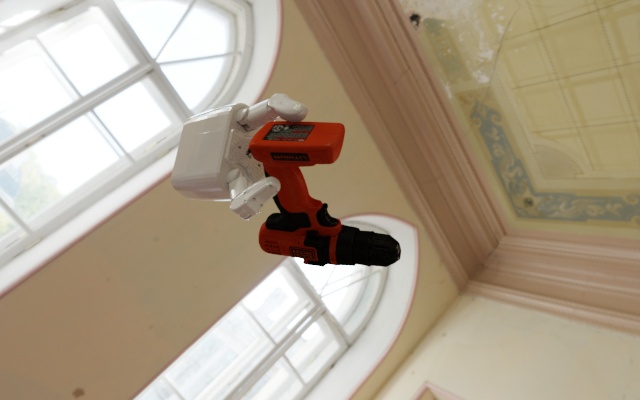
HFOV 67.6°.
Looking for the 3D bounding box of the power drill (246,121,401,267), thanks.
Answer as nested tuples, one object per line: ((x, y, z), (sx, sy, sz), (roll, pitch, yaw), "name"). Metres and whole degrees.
((0.000, 0.001, 0.560), (0.184, 0.188, 0.057), (4, 38, 17), "power drill")
